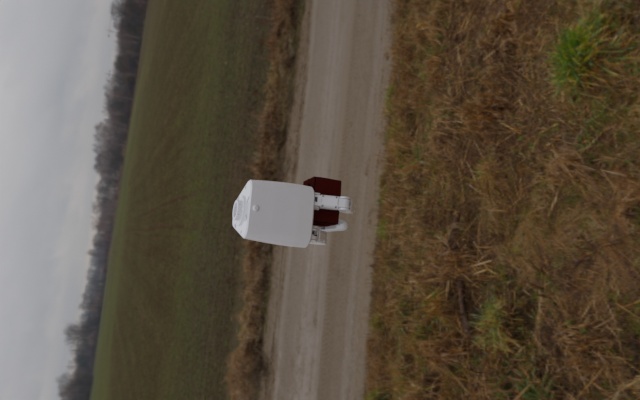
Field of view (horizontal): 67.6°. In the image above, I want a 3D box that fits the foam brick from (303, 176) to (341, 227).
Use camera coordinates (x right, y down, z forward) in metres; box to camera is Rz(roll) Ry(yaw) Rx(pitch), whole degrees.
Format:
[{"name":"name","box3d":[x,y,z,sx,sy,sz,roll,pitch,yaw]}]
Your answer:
[{"name":"foam brick","box3d":[0.000,0.002,0.814,0.051,0.078,0.053,9,-11,-22]}]
